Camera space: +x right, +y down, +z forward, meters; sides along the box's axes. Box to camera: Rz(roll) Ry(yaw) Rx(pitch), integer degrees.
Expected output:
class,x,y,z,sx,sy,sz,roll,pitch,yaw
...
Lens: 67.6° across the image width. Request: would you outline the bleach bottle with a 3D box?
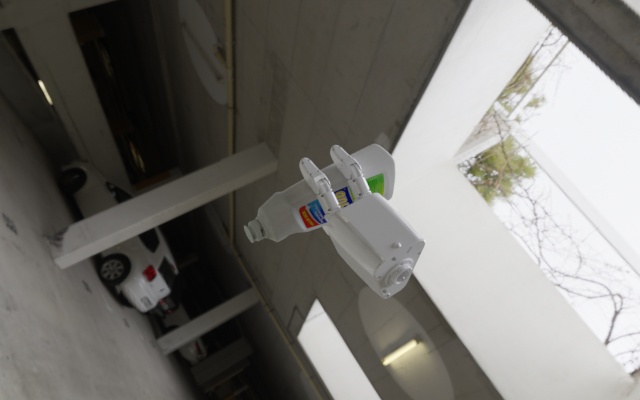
class,x,y,z,sx,sy,sz,roll,pitch,yaw
bleach bottle,0.000,0.002,0.741,0.251,0.103,0.068,-27,51,-22
